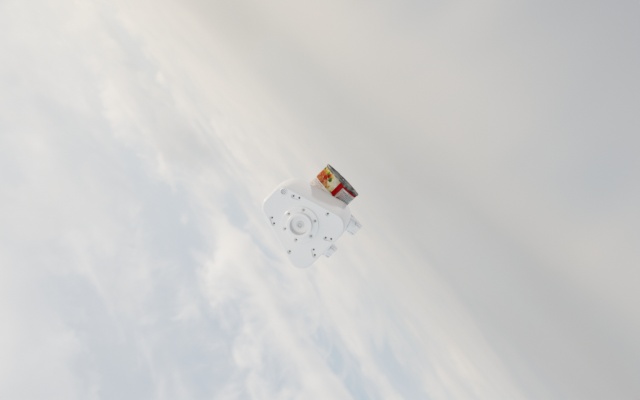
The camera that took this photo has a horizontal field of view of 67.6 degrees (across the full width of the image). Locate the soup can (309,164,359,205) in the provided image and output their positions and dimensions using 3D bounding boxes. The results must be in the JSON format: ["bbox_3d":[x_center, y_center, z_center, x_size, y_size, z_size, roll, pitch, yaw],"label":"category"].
[{"bbox_3d":[0.000,0.003,0.749,0.102,0.068,0.068,-45,-8,8],"label":"soup can"}]
